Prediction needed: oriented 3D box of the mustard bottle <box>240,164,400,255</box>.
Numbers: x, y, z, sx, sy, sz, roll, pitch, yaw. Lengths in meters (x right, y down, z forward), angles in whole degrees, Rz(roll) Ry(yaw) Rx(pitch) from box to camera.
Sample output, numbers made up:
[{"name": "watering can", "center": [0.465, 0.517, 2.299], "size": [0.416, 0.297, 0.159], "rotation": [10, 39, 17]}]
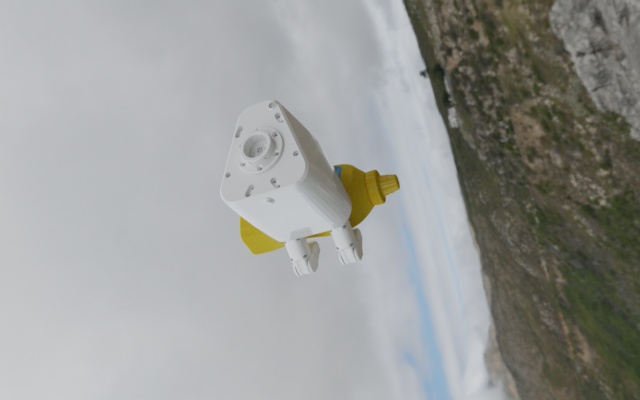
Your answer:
[{"name": "mustard bottle", "center": [0.000, 0.002, 0.572], "size": [0.191, 0.058, 0.096], "rotation": [-16, 38, 18]}]
